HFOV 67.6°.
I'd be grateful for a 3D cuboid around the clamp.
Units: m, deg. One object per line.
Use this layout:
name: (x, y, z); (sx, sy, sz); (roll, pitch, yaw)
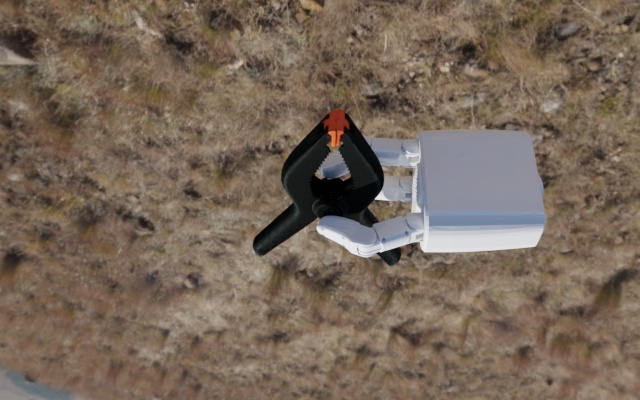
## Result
clamp: (0.000, 0.002, 0.468); (0.164, 0.036, 0.210); (-1, -40, 5)
